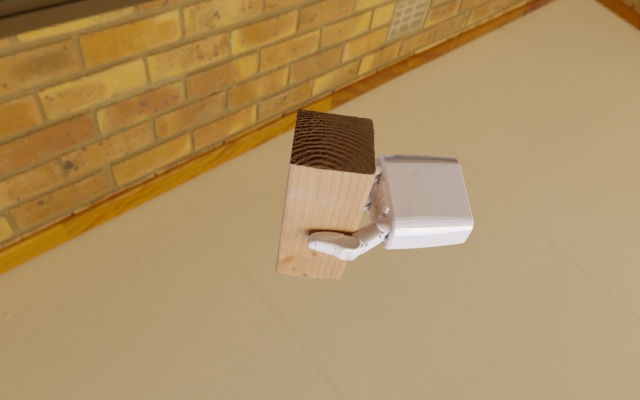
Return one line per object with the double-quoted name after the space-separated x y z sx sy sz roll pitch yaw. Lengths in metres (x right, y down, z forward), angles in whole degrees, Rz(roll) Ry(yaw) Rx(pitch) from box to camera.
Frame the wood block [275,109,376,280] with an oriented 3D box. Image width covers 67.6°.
0.000 0.002 0.583 0.090 0.090 0.206 7 -41 -4 "wood block"
